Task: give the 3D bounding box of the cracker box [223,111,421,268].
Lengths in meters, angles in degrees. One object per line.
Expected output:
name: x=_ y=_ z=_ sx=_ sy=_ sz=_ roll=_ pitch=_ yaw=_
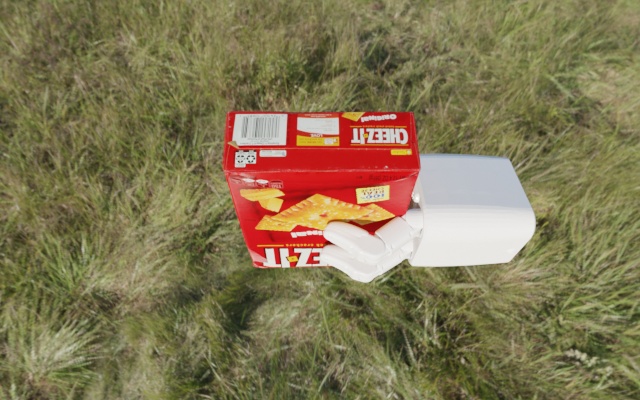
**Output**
cracker box: x=0.000 y=0.001 z=0.487 sx=0.164 sy=0.072 sz=0.214 roll=0 pitch=-30 yaw=-1
